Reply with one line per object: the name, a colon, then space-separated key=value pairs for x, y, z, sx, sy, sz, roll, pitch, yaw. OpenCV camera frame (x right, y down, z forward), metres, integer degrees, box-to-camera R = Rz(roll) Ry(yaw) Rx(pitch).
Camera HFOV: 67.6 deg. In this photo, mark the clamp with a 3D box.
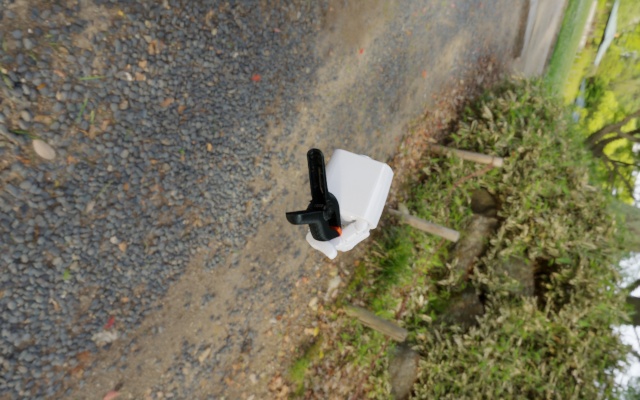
clamp: x=0.001 y=0.003 z=0.729 sx=0.039 sy=0.120 sz=0.171 roll=13 pitch=-16 yaw=23
